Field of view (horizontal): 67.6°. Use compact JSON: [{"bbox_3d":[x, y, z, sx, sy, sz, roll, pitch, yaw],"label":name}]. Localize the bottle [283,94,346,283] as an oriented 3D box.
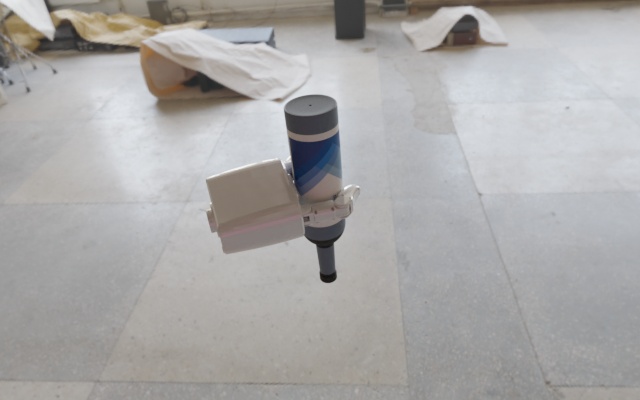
[{"bbox_3d":[0.000,0.002,0.669,0.069,0.296,0.069,-4,35,3],"label":"bottle"}]
